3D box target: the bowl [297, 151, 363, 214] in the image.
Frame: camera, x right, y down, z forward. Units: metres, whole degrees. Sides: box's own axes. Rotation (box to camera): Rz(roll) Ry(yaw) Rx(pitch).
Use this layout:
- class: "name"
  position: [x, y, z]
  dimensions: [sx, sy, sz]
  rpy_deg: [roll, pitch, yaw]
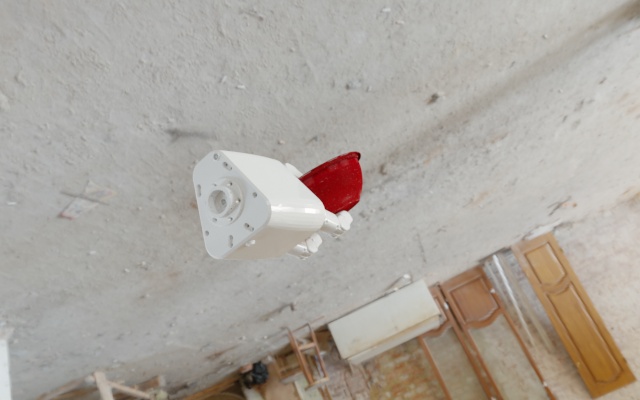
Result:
- class: "bowl"
  position: [0.001, 0.002, 0.644]
  dimensions: [0.162, 0.055, 0.162]
  rpy_deg: [-32, -9, -6]
